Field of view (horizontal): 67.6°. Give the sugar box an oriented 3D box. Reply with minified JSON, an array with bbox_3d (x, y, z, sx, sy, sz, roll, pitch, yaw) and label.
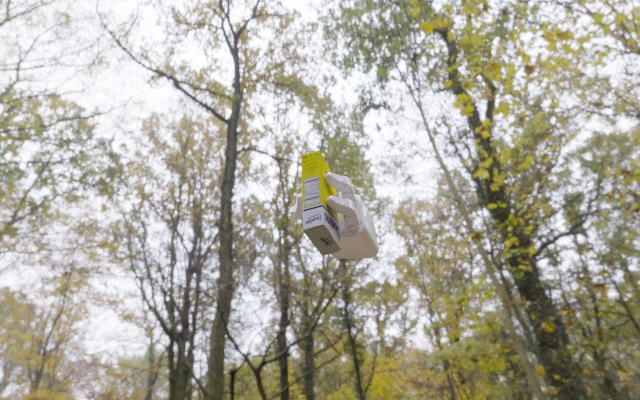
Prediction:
[{"bbox_3d":[0.001,0.003,0.883,0.048,0.176,0.093,-18,-39,13],"label":"sugar box"}]
